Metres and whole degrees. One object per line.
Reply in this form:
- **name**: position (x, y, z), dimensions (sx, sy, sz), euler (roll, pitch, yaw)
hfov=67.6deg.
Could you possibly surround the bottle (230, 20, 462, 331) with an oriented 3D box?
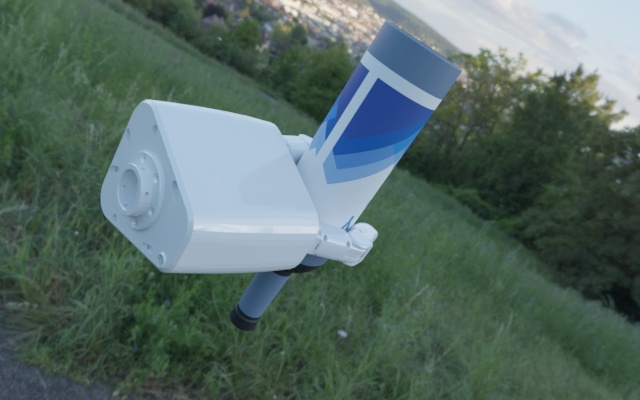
- **bottle**: position (0.000, 0.001, 0.401), dimensions (0.069, 0.296, 0.069), euler (28, 23, -13)
